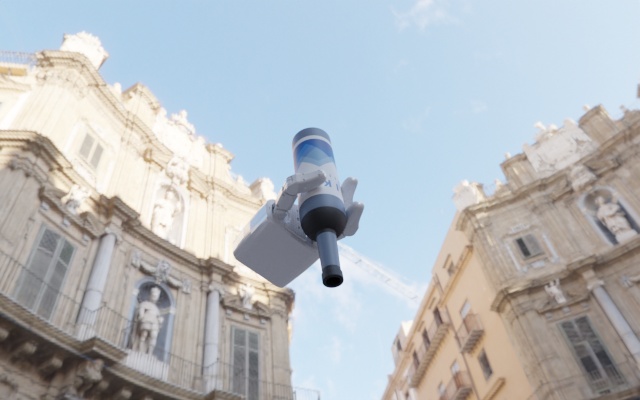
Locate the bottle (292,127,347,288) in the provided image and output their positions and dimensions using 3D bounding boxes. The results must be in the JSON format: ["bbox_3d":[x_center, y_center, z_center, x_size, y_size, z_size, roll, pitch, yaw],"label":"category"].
[{"bbox_3d":[0.000,0.002,0.704,0.069,0.069,0.295,0,43,-8],"label":"bottle"}]
